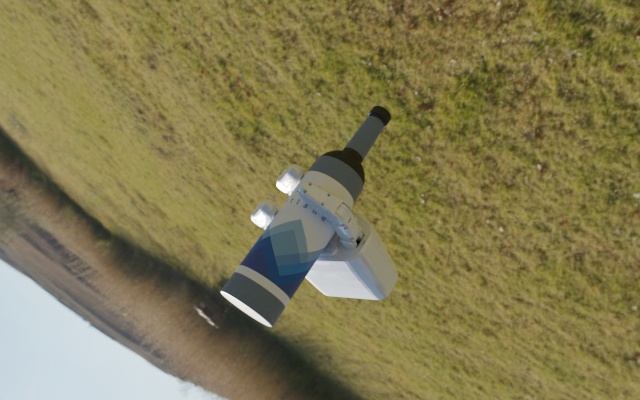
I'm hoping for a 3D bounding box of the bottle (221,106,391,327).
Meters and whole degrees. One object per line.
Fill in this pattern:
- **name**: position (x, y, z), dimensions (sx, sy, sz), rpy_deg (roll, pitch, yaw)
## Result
- **bottle**: position (0.000, 0.002, 0.554), dimensions (0.069, 0.295, 0.069), rpy_deg (30, -22, 13)
